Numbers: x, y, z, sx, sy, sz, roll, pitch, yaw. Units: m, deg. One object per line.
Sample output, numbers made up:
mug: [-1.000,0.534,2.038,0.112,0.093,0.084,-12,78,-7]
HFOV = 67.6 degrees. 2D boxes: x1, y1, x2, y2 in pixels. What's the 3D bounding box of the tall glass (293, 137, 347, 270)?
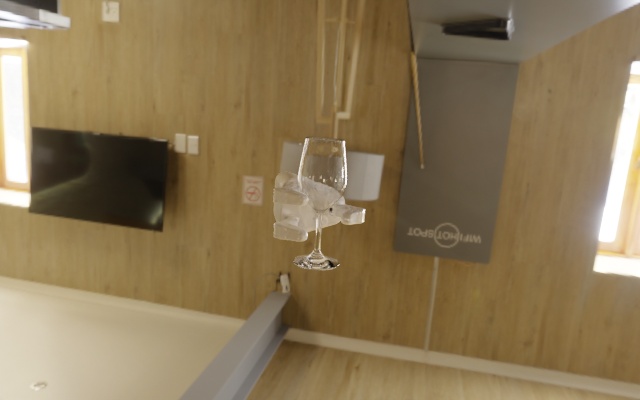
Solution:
tall glass: [0.000,0.003,0.753,0.079,0.201,0.079,4,11,-1]
